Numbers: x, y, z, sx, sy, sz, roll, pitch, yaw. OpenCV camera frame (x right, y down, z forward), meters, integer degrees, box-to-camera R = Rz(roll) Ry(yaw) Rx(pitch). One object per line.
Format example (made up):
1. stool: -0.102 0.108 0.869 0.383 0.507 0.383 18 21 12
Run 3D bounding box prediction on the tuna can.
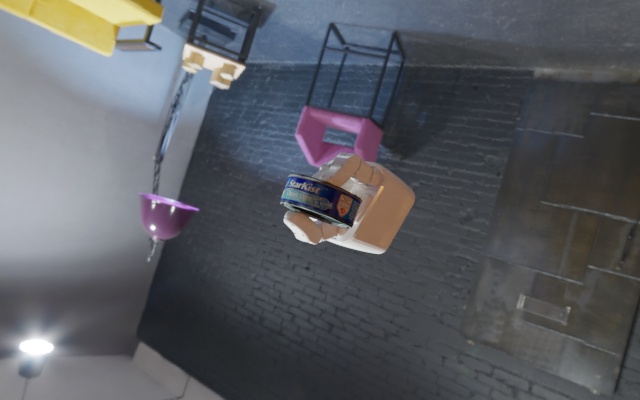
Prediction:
1. tuna can: 0.000 0.002 0.523 0.086 0.033 0.086 19 -7 2
